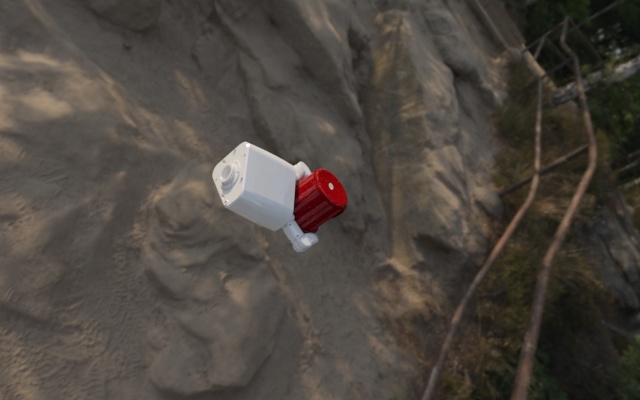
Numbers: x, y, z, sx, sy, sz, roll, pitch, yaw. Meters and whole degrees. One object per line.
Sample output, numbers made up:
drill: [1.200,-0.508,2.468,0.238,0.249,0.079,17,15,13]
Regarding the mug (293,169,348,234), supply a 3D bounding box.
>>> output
mug: [0.001,0.003,0.833,0.081,0.093,0.117,-36,-41,28]
